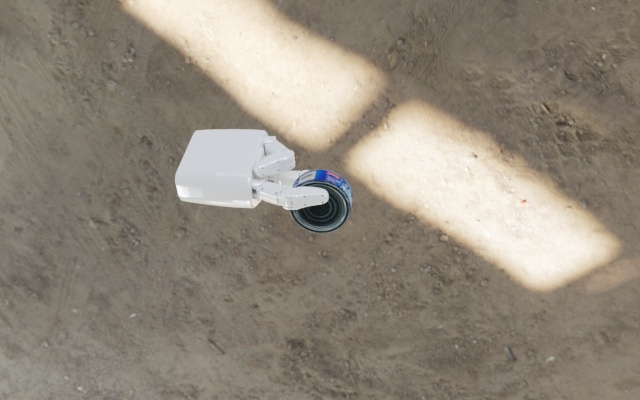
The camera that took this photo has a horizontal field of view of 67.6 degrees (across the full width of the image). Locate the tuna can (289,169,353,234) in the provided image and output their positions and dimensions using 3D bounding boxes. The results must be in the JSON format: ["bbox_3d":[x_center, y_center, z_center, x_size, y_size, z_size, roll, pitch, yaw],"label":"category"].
[{"bbox_3d":[0.000,0.002,0.650,0.086,0.086,0.033,0,31,8],"label":"tuna can"}]
